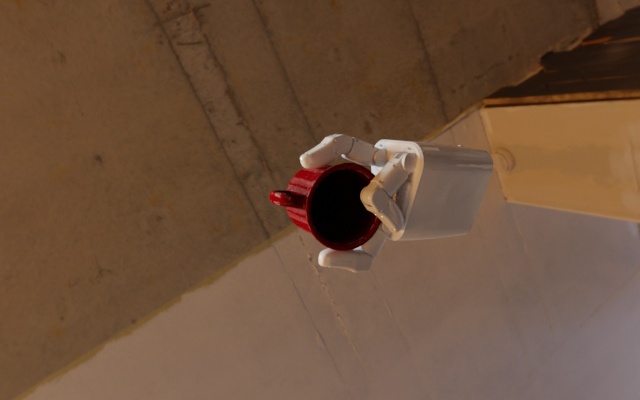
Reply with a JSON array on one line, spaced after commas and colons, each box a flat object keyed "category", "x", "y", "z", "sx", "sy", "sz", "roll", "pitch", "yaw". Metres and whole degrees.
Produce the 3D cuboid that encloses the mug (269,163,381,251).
[{"category": "mug", "x": -0.001, "y": 0.002, "z": 0.527, "sx": 0.117, "sy": 0.093, "sz": 0.081, "roll": 2, "pitch": 6, "yaw": -25}]
